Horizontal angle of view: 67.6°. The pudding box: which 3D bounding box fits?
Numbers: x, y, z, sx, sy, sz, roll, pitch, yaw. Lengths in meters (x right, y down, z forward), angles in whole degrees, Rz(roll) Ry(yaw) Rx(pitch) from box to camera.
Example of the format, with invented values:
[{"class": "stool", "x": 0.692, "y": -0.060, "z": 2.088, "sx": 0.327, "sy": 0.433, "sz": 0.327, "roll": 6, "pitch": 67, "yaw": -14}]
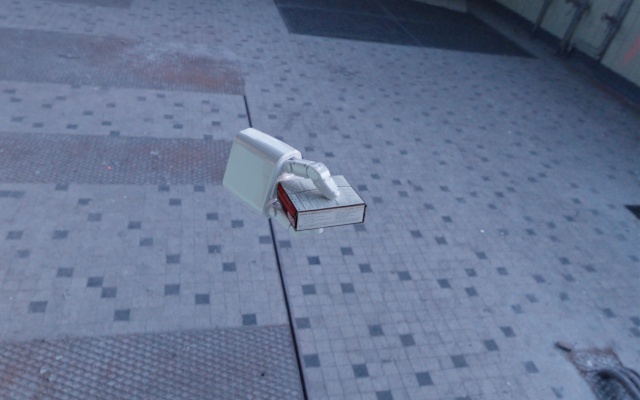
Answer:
[{"class": "pudding box", "x": 0.000, "y": 0.002, "z": 0.718, "sx": 0.113, "sy": 0.039, "sz": 0.090, "roll": -8, "pitch": 35, "yaw": -20}]
